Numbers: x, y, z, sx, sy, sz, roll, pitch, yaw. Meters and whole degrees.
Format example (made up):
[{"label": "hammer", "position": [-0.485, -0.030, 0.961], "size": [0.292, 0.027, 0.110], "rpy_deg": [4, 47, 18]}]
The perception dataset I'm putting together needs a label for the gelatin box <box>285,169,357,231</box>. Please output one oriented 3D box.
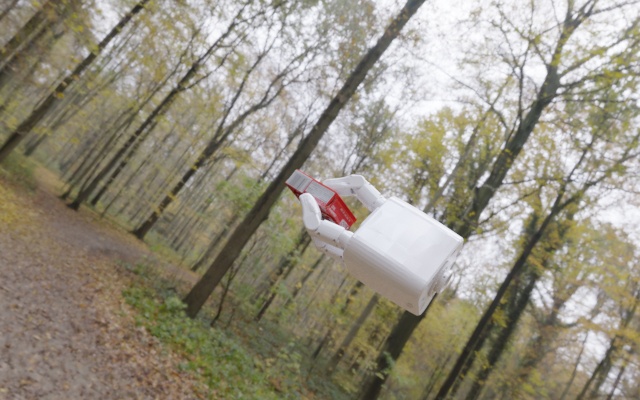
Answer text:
[{"label": "gelatin box", "position": [0.000, 0.002, 0.670], "size": [0.089, 0.030, 0.073], "rpy_deg": [32, -14, 38]}]
